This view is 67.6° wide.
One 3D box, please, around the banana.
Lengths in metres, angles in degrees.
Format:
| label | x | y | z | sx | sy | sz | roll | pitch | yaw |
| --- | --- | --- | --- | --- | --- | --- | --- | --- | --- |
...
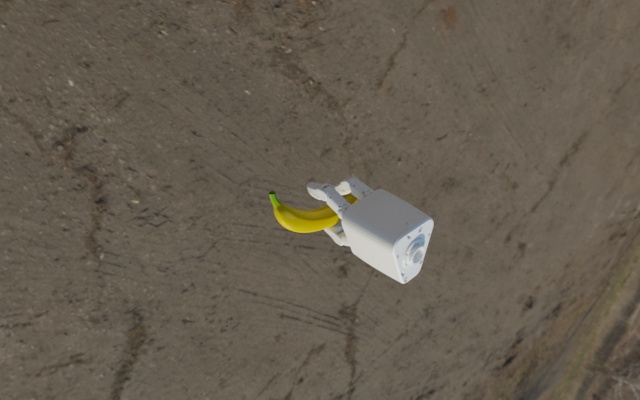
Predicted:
| label | x | y | z | sx | sy | sz | roll | pitch | yaw |
| --- | --- | --- | --- | --- | --- | --- | --- | --- | --- |
| banana | -0.007 | 0.020 | 0.817 | 0.198 | 0.070 | 0.037 | -1 | 20 | -43 |
